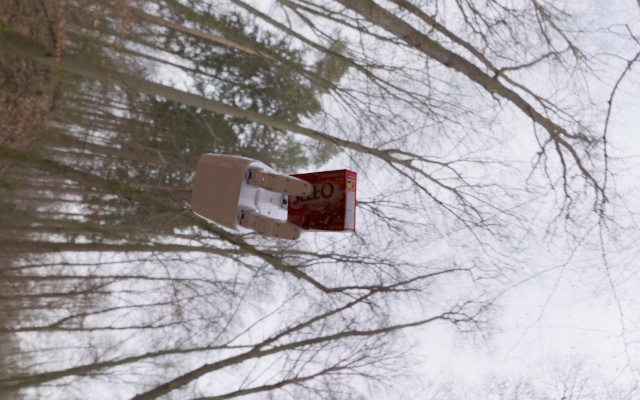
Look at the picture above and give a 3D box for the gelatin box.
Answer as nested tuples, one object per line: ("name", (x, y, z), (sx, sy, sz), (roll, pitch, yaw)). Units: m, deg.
("gelatin box", (0.001, 0.002, 0.582), (0.089, 0.073, 0.030), (-2, -8, 35))
